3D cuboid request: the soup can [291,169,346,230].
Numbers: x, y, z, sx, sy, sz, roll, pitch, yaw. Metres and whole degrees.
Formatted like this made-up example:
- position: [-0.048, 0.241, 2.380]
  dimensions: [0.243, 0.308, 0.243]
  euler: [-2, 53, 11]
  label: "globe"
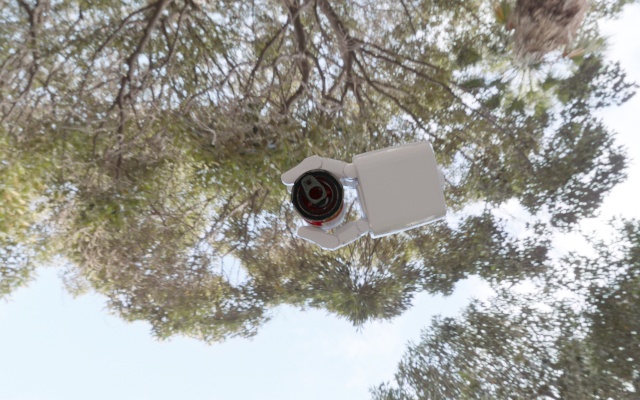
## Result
- position: [0.000, 0.002, 0.650]
  dimensions: [0.068, 0.068, 0.102]
  euler: [0, -11, 5]
  label: "soup can"
